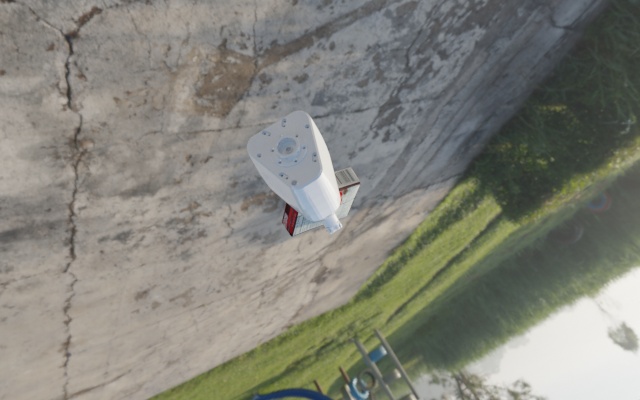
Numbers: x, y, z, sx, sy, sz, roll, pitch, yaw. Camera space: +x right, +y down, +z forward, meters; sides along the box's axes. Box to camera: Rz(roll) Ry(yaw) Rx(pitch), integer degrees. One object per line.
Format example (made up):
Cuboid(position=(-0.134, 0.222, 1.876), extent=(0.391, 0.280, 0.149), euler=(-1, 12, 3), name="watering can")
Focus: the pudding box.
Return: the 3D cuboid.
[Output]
Cuboid(position=(0.000, 0.003, 0.744), extent=(0.113, 0.039, 0.090), euler=(-17, -31, -26), name="pudding box")
